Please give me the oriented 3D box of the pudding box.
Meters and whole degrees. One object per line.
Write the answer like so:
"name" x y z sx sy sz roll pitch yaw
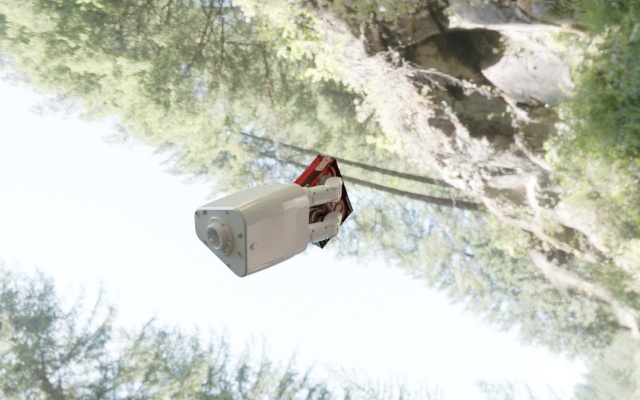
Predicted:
"pudding box" 0.000 0.002 0.715 0.039 0.114 0.090 19 55 35
